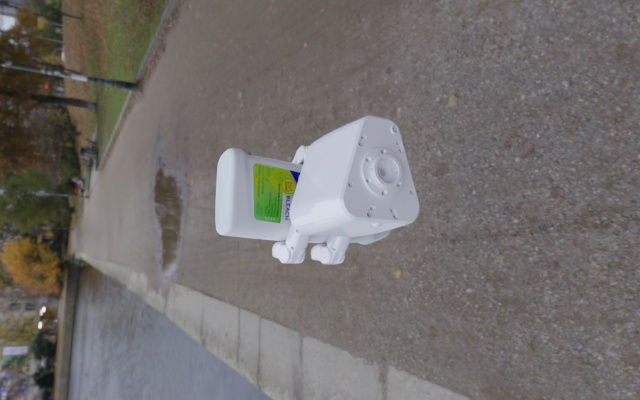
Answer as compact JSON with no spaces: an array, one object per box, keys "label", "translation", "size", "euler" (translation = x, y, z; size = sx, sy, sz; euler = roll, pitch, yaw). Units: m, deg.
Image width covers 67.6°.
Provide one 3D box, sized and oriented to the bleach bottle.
[{"label":"bleach bottle","translation":[0.000,0.002,0.598],"size":[0.251,0.102,0.068],"euler":[5,-11,-28]}]
